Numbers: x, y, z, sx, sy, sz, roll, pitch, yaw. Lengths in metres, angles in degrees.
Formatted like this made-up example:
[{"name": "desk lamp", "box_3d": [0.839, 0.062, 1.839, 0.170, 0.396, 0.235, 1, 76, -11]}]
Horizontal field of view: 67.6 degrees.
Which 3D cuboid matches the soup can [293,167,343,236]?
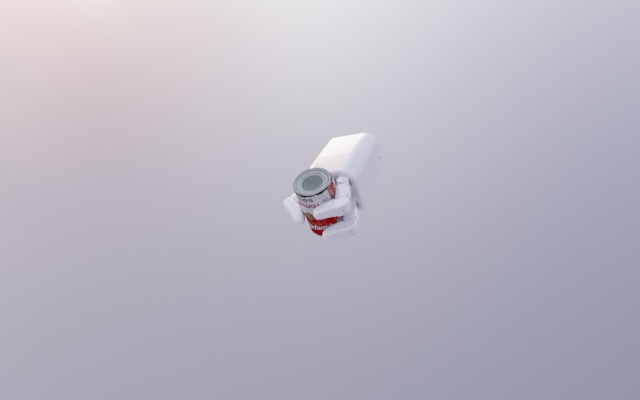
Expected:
[{"name": "soup can", "box_3d": [0.000, 0.003, 0.806, 0.068, 0.068, 0.102, 0, -42, 22]}]
